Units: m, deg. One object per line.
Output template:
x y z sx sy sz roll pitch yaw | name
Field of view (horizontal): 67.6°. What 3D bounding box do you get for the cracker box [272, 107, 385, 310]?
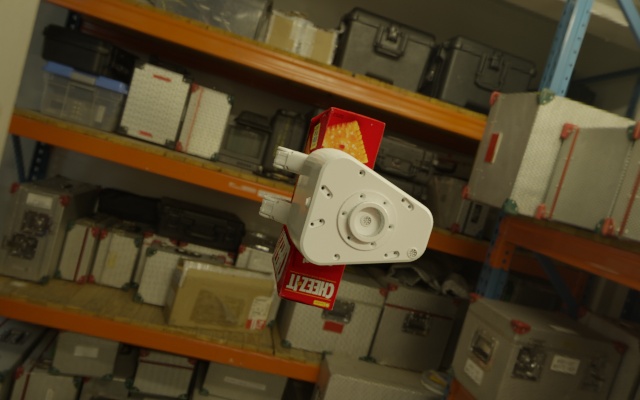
0.000 0.002 0.587 0.072 0.214 0.164 16 4 -9 | cracker box
